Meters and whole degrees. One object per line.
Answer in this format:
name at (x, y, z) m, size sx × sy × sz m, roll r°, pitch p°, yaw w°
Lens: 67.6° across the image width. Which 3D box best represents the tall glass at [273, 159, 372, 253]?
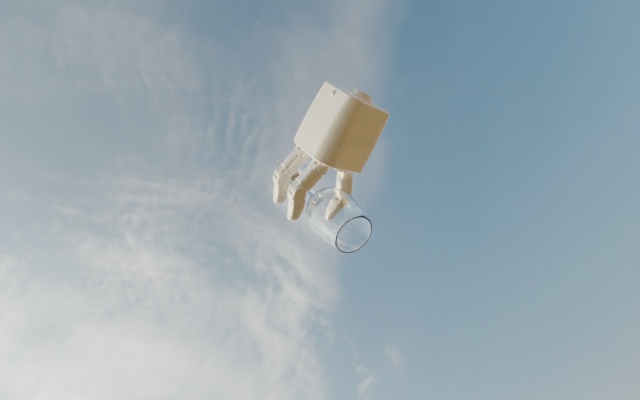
tall glass at (0.000, 0.002, 0.750) m, size 0.079 × 0.079 × 0.201 m, roll 0°, pitch 28°, yaw -33°
